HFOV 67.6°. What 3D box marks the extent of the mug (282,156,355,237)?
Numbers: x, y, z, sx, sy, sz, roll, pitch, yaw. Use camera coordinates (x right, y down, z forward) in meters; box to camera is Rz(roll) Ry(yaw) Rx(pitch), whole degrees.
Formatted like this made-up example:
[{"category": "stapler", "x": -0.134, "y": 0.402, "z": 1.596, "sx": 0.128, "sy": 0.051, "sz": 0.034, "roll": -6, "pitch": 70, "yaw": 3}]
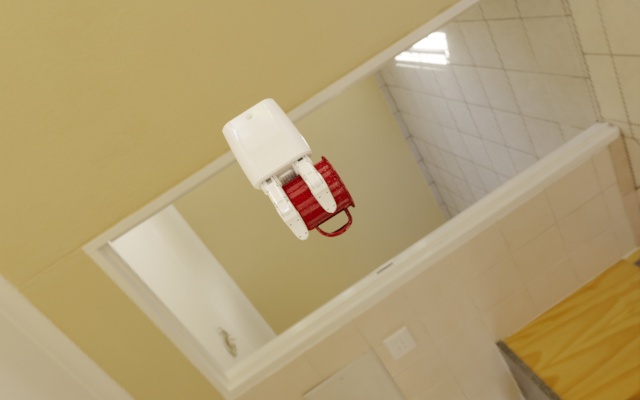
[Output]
[{"category": "mug", "x": 0.001, "y": 0.004, "z": 0.720, "sx": 0.081, "sy": 0.117, "sz": 0.093, "roll": -32, "pitch": -12, "yaw": -3}]
